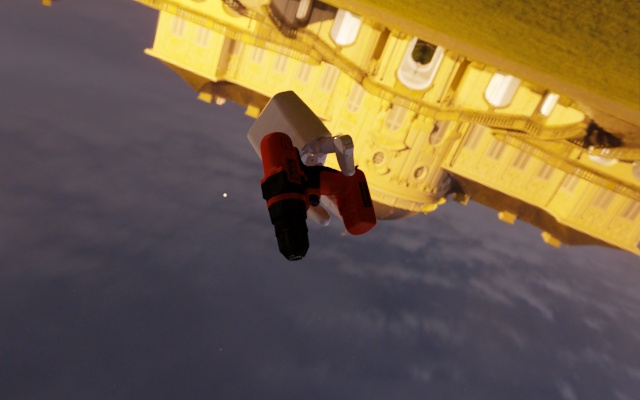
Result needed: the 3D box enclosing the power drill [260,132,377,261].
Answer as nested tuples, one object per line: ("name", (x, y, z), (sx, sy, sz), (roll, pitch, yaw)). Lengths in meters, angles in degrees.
("power drill", (0.000, 0.002, 0.685), (0.057, 0.184, 0.188), (-28, -27, 36))
